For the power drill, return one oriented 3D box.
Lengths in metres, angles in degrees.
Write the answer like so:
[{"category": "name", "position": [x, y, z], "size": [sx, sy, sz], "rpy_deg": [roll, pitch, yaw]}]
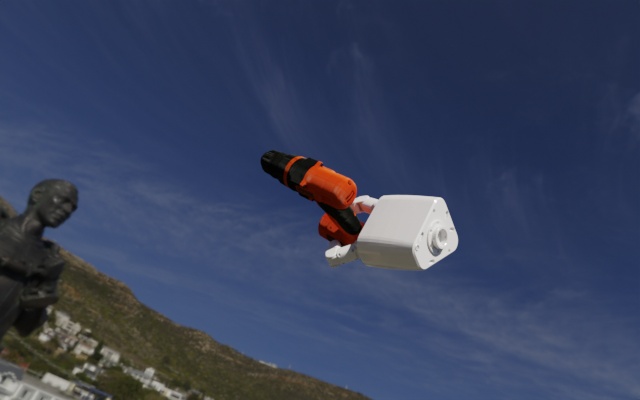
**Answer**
[{"category": "power drill", "position": [0.001, 0.003, 0.765], "size": [0.184, 0.057, 0.188], "rpy_deg": [27, -18, 39]}]
